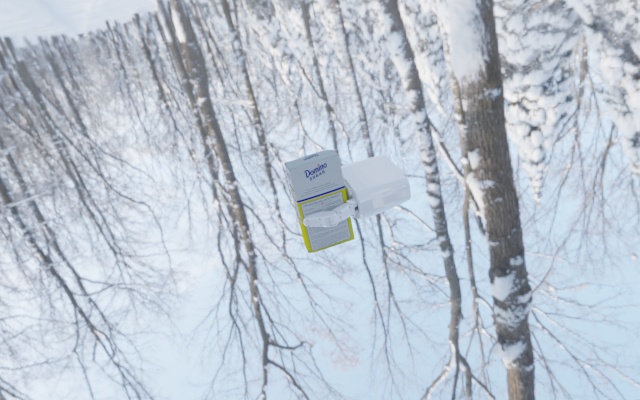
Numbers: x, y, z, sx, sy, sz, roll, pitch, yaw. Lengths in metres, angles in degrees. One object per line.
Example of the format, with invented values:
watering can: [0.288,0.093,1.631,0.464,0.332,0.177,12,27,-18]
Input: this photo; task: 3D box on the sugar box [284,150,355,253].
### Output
sugar box: [0.000,0.003,0.863,0.093,0.176,0.048,-17,26,-11]
